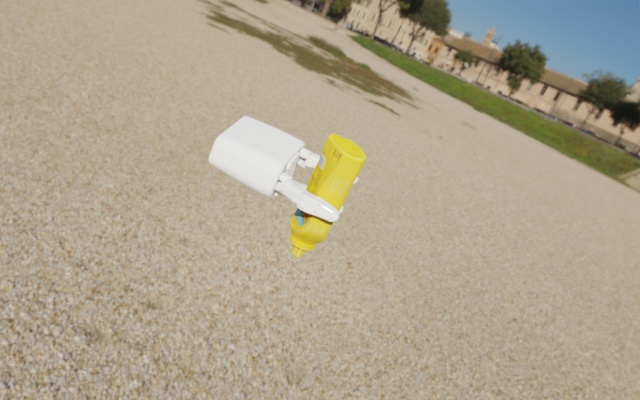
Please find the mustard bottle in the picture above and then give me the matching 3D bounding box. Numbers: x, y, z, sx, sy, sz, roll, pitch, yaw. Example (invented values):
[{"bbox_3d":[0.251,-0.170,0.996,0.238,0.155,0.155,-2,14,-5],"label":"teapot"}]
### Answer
[{"bbox_3d":[0.001,0.002,0.709,0.058,0.192,0.096,19,21,-19],"label":"mustard bottle"}]
